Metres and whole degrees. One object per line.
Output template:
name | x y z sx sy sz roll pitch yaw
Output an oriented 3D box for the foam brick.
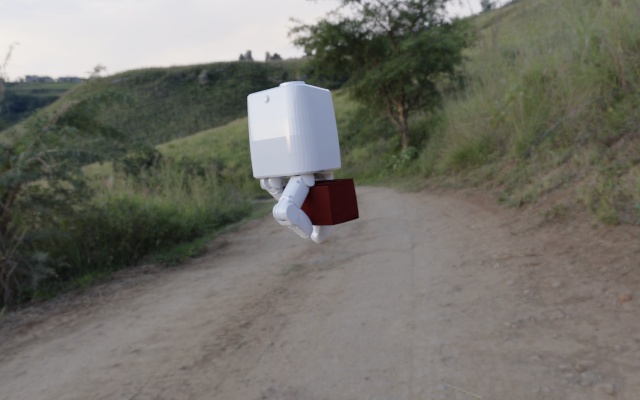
foam brick | 0.000 0.002 0.599 0.078 0.051 0.053 -2 7 40
